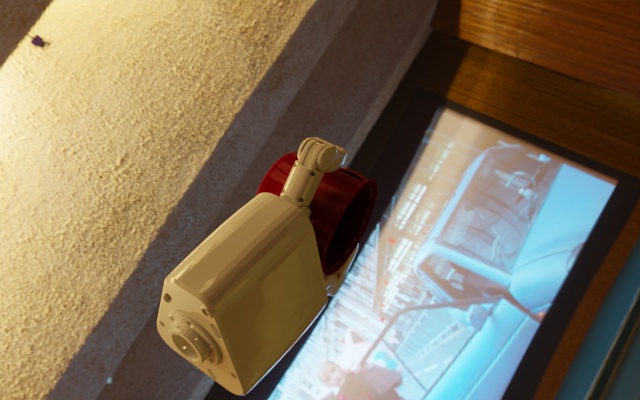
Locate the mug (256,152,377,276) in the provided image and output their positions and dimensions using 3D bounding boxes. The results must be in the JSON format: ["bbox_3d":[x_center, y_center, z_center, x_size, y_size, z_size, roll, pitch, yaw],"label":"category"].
[{"bbox_3d":[0.001,0.001,0.440,0.081,0.093,0.117,27,45,20],"label":"mug"}]
